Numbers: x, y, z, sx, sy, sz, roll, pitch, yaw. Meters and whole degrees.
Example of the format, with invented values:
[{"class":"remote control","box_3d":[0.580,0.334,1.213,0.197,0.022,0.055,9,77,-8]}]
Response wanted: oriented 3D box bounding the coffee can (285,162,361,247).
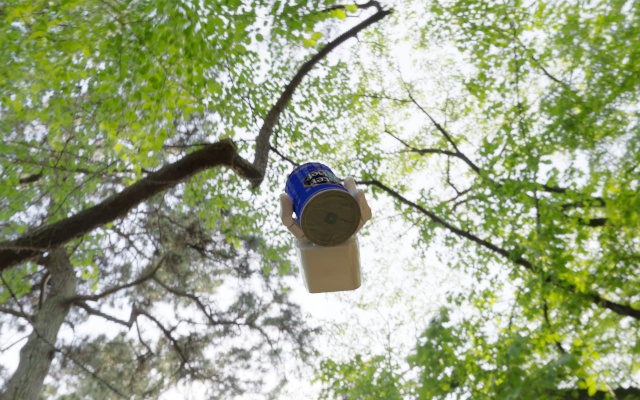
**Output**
[{"class":"coffee can","box_3d":[0.000,0.003,0.837,0.103,0.103,0.140,0,24,-16]}]
